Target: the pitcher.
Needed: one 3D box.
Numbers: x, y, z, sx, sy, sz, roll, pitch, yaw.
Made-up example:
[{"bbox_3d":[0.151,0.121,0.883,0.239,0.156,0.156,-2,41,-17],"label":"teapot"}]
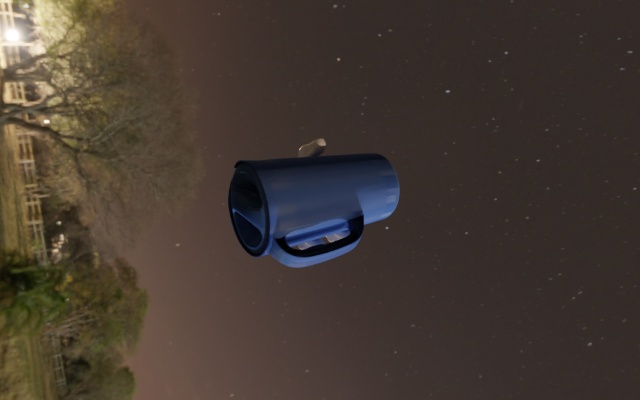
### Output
[{"bbox_3d":[0.000,0.002,0.702,0.243,0.149,0.145,-10,4,-32],"label":"pitcher"}]
